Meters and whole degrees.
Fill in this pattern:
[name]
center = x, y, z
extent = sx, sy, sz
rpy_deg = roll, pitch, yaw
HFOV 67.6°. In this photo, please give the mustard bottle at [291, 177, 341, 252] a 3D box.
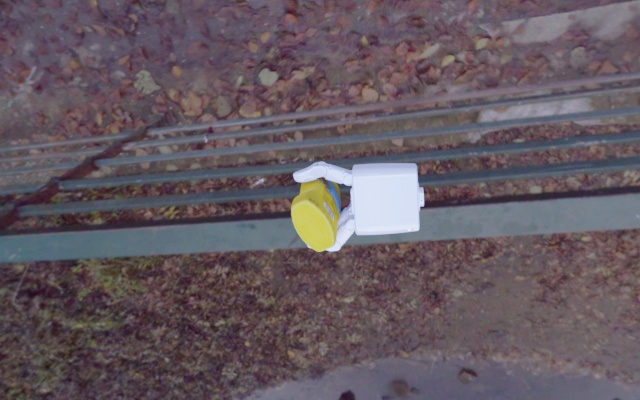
[mustard bottle]
center = 0.000, 0.003, 0.836
extent = 0.058, 0.096, 0.191
rpy_deg = -26, 19, 18
